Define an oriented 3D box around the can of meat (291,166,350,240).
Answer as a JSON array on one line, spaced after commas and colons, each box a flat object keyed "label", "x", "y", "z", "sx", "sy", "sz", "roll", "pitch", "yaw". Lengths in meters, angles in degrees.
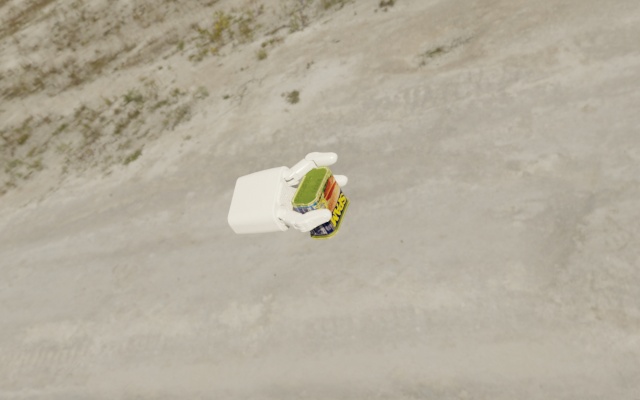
[{"label": "can of meat", "x": 0.000, "y": 0.003, "z": 0.831, "sx": 0.057, "sy": 0.102, "sz": 0.084, "roll": -6, "pitch": -48, "yaw": 32}]
